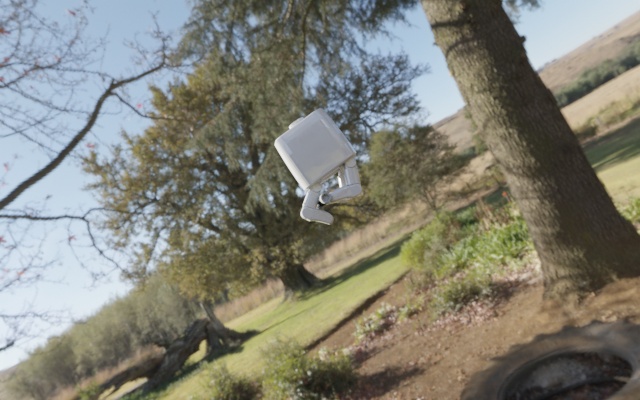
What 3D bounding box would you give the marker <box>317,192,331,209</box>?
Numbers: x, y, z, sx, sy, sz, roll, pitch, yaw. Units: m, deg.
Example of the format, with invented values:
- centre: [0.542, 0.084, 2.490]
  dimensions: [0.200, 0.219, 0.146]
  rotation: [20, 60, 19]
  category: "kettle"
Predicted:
- centre: [0.000, 0.003, 0.881]
  dimensions: [0.020, 0.020, 0.121]
  rotation: [0, -8, -9]
  category: "marker"
